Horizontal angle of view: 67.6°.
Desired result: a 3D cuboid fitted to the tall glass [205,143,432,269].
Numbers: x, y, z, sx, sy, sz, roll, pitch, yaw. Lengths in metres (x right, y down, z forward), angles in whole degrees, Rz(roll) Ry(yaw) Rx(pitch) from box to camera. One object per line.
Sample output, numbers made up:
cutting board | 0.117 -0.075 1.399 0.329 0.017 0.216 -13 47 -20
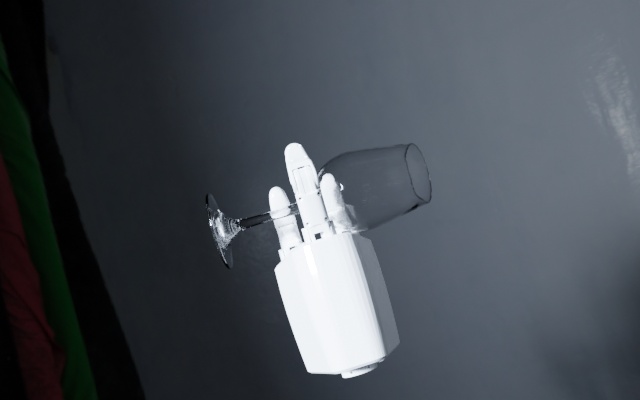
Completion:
tall glass | -0.001 0.002 0.454 0.201 0.079 0.079 -17 1 -4
